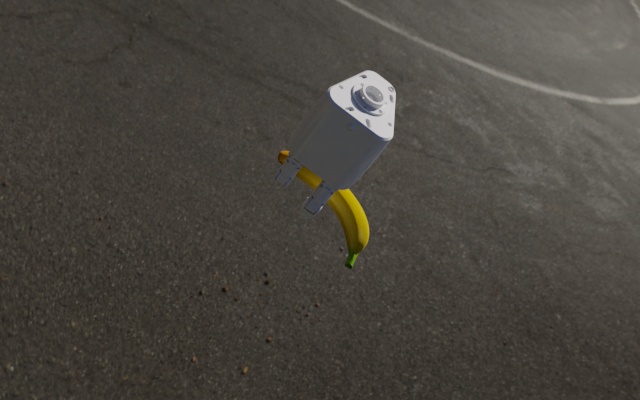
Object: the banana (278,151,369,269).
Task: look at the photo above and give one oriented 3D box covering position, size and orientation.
[{"bbox_3d":[0.015,-0.001,0.697,0.069,0.197,0.037,-26,-12,-38],"label":"banana"}]
